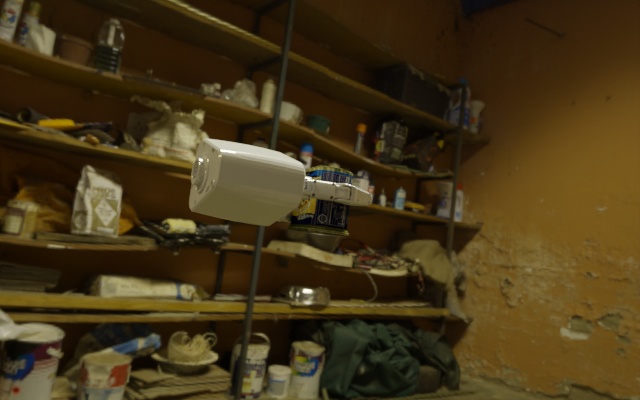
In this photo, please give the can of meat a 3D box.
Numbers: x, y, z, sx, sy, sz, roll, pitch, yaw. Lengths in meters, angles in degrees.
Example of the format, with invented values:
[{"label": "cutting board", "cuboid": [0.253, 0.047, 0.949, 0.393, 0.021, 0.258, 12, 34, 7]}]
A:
[{"label": "can of meat", "cuboid": [0.000, 0.002, 0.641, 0.057, 0.084, 0.102, 10, -6, -25]}]
